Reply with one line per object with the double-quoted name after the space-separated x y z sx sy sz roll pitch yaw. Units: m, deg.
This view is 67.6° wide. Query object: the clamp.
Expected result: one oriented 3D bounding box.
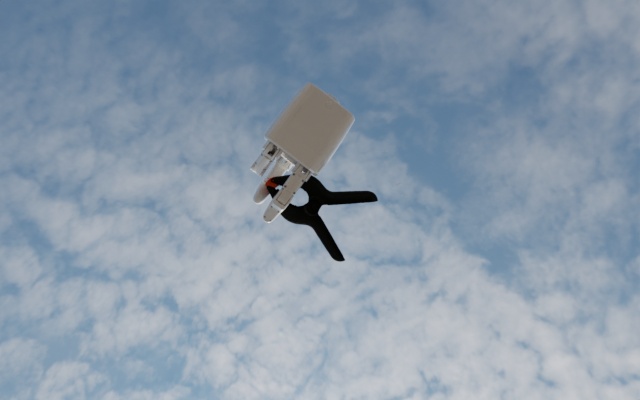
0.000 0.002 0.737 0.171 0.120 0.039 36 -2 -8 "clamp"
